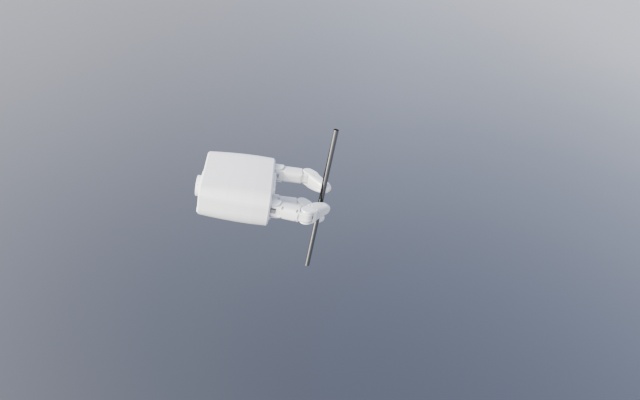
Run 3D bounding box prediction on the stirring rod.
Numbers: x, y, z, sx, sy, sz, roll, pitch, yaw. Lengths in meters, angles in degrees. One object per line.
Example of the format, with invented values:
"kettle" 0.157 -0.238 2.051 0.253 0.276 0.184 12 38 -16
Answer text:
"stirring rod" 0.000 0.003 0.747 0.011 0.240 0.011 10 27 -5
